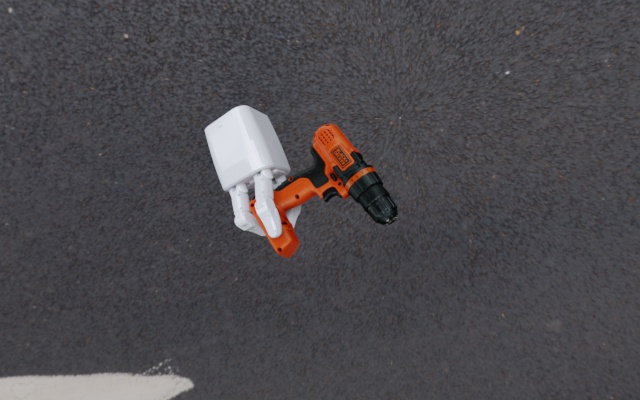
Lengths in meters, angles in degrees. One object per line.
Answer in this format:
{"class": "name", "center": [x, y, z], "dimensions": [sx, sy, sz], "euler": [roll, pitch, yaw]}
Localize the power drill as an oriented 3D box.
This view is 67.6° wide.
{"class": "power drill", "center": [0.000, 0.002, 0.718], "dimensions": [0.187, 0.184, 0.057], "euler": [-38, -23, 7]}
